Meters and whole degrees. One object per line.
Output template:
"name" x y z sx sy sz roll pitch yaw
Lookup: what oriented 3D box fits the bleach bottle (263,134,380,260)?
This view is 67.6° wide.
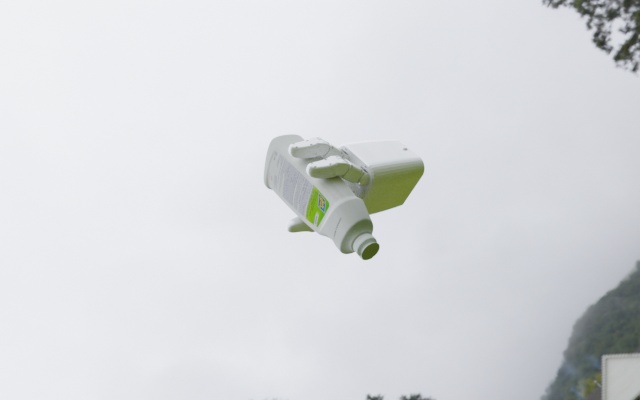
"bleach bottle" 0.000 0.002 0.693 0.068 0.103 0.250 -11 40 -30
